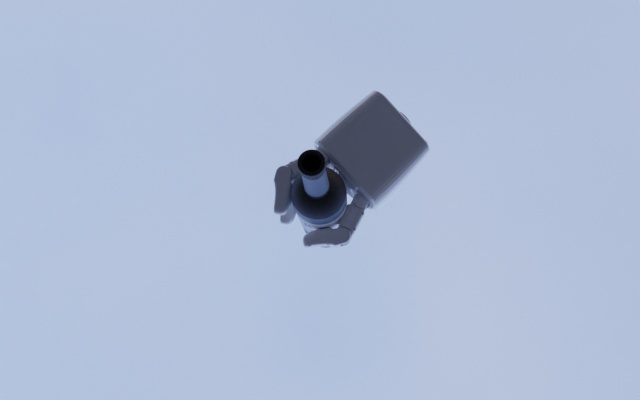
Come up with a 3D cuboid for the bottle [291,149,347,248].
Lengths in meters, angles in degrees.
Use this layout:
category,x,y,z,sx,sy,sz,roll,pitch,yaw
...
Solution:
category,x,y,z,sx,sy,sz,roll,pitch,yaw
bottle,0.000,0.002,0.599,0.069,0.069,0.296,0,-15,4
